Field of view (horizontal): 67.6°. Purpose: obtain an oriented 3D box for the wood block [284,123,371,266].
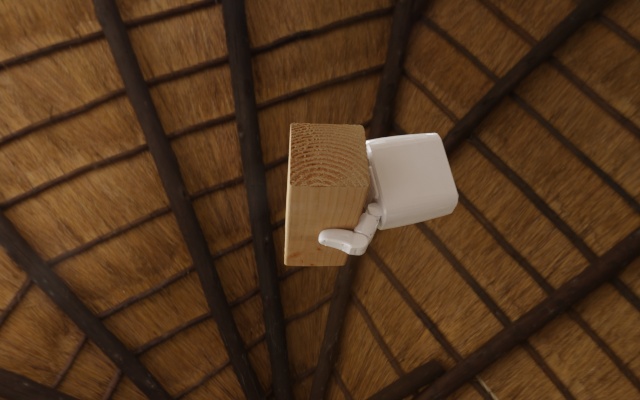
[{"bbox_3d":[0.000,0.002,0.622,0.090,0.090,0.206,1,-32,-5],"label":"wood block"}]
